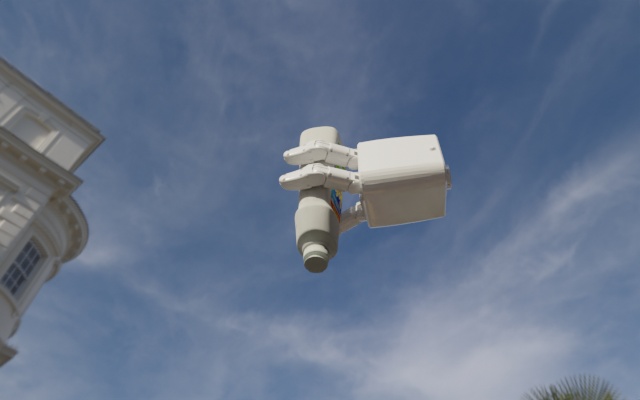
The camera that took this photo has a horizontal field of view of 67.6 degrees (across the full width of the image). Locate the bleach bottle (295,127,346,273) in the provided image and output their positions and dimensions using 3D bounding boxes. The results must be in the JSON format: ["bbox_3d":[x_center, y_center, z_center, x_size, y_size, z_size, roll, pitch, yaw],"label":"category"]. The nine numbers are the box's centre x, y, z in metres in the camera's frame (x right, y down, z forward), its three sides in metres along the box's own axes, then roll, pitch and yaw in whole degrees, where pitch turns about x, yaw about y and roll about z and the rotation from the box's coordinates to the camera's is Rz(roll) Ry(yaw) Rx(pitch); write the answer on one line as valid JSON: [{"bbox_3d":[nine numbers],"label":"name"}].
[{"bbox_3d":[0.000,0.002,0.657,0.068,0.103,0.250,-7,39,8],"label":"bleach bottle"}]
